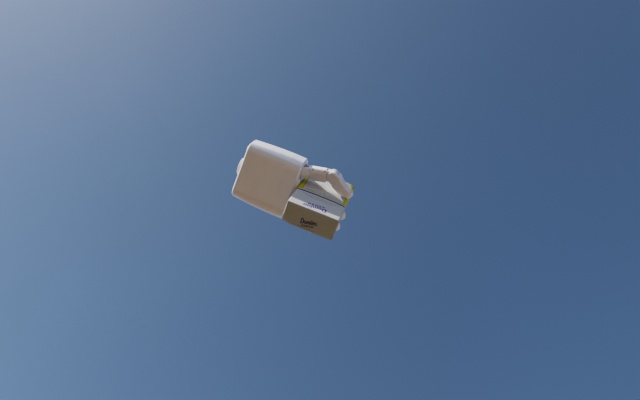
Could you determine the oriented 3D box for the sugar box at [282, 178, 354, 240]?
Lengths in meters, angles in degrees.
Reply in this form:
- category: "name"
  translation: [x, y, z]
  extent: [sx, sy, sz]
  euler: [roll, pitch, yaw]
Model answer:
- category: "sugar box"
  translation: [0.000, 0.003, 0.858]
  extent: [0.093, 0.048, 0.176]
  euler: [22, 26, 4]
